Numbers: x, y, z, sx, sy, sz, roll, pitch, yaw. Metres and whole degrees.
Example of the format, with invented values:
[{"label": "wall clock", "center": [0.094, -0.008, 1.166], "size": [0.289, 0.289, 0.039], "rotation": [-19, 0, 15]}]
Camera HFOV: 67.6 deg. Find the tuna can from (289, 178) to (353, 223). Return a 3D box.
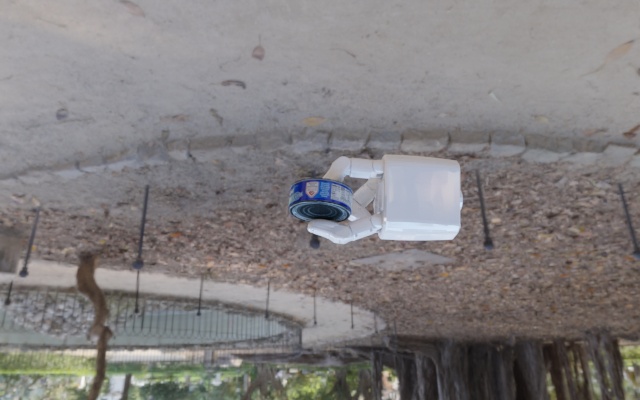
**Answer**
[{"label": "tuna can", "center": [0.000, 0.003, 0.642], "size": [0.086, 0.033, 0.086], "rotation": [4, -22, 2]}]
